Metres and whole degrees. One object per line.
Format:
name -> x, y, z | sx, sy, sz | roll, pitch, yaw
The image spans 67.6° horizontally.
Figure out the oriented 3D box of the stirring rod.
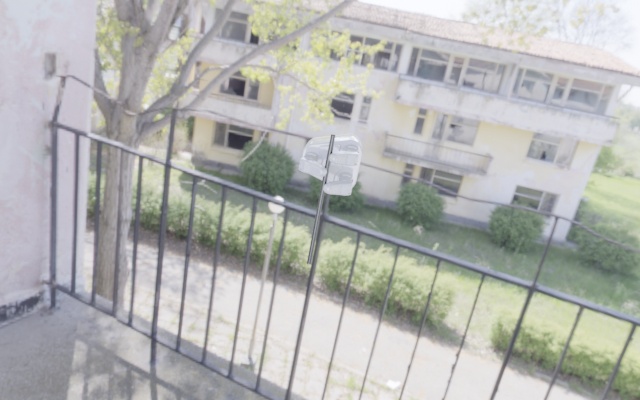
stirring rod -> 0.000, 0.003, 0.839 | 0.011, 0.239, 0.011 | 10, 18, -3
